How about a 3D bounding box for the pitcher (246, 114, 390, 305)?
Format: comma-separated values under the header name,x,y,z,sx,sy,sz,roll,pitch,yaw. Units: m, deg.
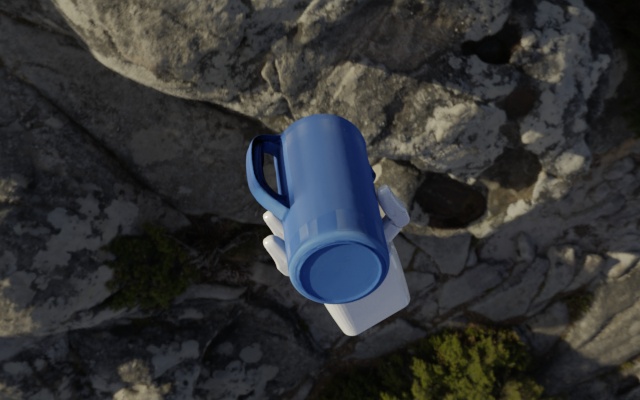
name,x,y,z,sx,sy,sz,roll,pitch,yaw
pitcher,0.000,0.002,0.587,0.149,0.145,0.242,-19,36,8
